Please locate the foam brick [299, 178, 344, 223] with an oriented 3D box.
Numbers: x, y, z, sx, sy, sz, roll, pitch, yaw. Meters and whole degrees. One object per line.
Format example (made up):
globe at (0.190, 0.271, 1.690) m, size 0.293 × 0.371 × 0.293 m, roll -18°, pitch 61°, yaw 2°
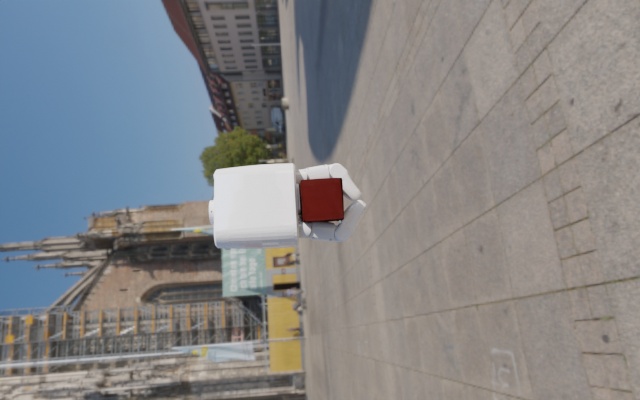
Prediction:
foam brick at (0.000, 0.002, 0.614) m, size 0.051 × 0.053 × 0.078 m, roll -3°, pitch -5°, yaw -4°
